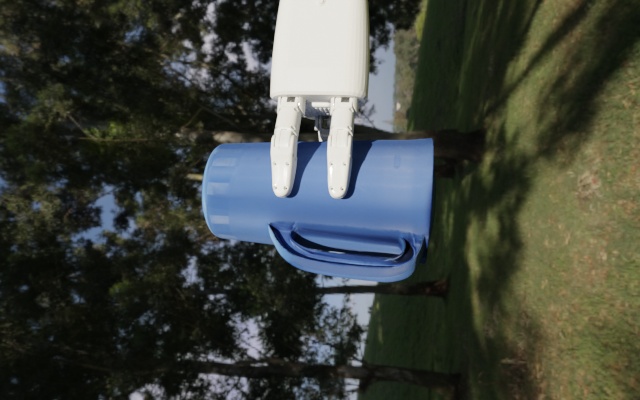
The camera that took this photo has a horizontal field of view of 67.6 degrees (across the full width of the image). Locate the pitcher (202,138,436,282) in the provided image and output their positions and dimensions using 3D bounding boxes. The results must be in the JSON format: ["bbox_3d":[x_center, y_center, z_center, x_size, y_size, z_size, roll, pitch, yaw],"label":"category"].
[{"bbox_3d":[0.000,0.001,0.516,0.243,0.145,0.149,3,-1,9],"label":"pitcher"}]
